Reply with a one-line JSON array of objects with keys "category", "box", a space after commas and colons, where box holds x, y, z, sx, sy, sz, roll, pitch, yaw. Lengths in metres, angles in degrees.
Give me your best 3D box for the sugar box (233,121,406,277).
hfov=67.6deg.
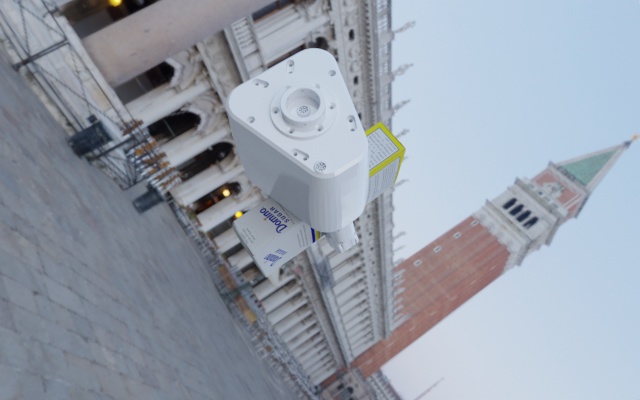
[{"category": "sugar box", "box": [0.000, 0.001, 0.481, 0.176, 0.048, 0.093, -32, -19, -11]}]
